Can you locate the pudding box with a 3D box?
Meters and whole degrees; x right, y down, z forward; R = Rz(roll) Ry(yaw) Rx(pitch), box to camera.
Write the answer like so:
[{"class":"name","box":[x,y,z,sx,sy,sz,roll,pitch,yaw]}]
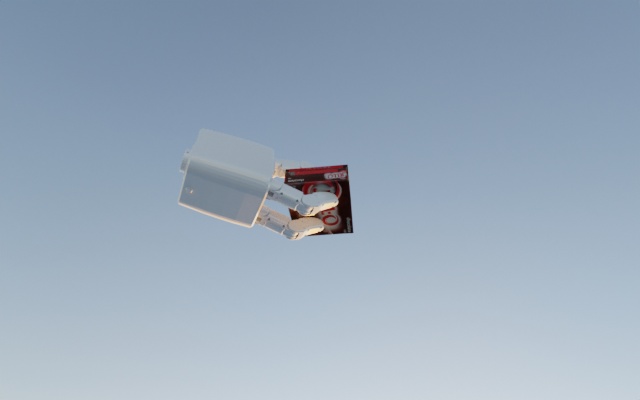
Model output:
[{"class":"pudding box","box":[0.000,0.002,0.690,0.090,0.039,0.114,-4,-43,5]}]
